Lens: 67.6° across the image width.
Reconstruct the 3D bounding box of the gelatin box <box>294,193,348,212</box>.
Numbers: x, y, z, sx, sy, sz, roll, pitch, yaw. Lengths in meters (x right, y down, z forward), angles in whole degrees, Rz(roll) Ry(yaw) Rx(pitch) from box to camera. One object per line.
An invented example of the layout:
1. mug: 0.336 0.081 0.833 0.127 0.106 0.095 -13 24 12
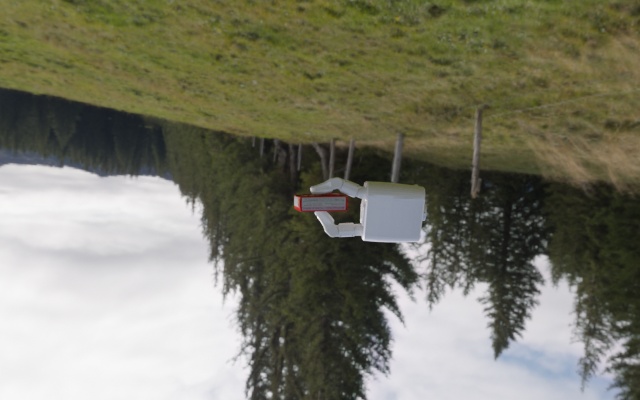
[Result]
1. gelatin box: 0.000 0.003 0.883 0.089 0.030 0.073 -2 4 -11
